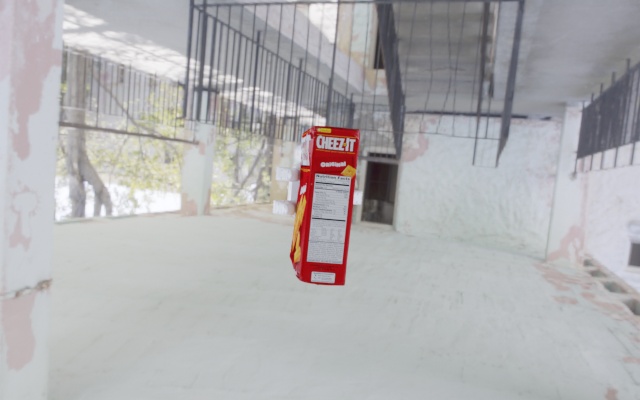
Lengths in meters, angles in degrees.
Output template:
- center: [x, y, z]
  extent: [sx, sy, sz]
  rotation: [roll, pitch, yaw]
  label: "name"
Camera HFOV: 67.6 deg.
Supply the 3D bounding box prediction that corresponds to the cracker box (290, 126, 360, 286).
- center: [0.000, 0.003, 0.710]
  extent: [0.072, 0.214, 0.164]
  rotation: [5, 4, -8]
  label: "cracker box"
